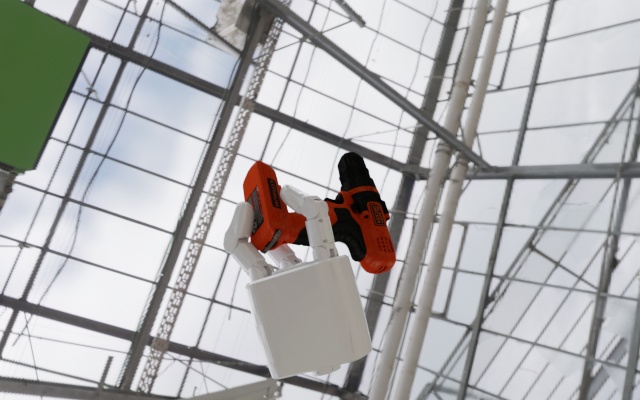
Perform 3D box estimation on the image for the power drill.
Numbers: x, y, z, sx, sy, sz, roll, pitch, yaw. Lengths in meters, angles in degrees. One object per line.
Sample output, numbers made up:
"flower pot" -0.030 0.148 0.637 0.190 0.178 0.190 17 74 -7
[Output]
"power drill" 0.000 0.002 0.603 0.187 0.184 0.057 7 -39 -29
